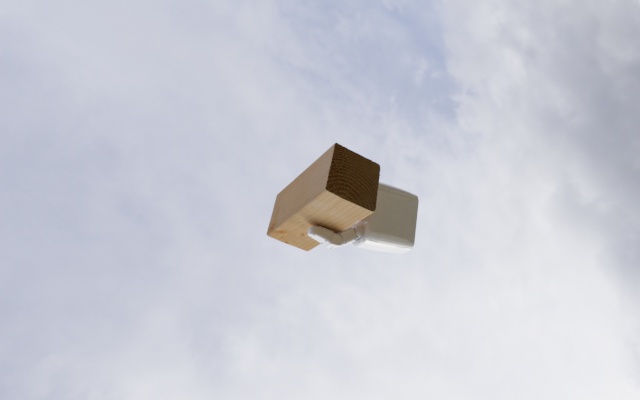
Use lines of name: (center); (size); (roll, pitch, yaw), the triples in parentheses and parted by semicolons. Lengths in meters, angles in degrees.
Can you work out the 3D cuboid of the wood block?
wood block: (0.000, 0.003, 0.798); (0.090, 0.090, 0.206); (24, -33, -21)
